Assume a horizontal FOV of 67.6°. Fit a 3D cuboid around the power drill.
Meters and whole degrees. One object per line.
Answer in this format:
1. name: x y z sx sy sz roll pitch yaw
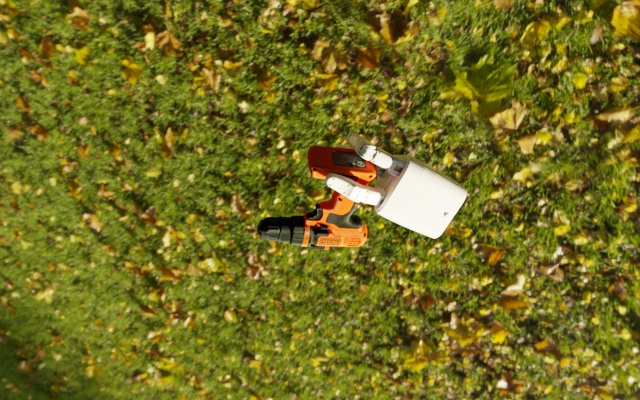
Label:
1. power drill: 0.000 0.002 0.753 0.184 0.057 0.188 3 -44 -14
